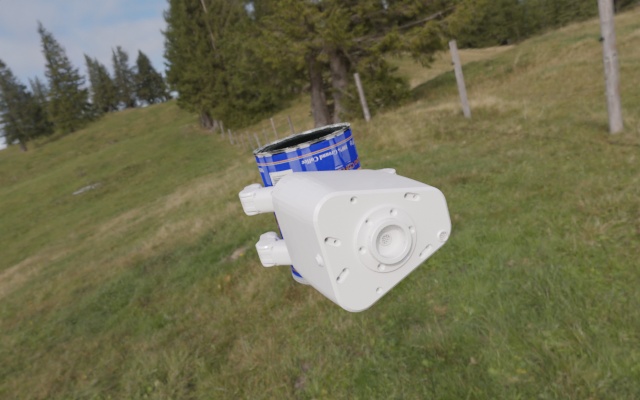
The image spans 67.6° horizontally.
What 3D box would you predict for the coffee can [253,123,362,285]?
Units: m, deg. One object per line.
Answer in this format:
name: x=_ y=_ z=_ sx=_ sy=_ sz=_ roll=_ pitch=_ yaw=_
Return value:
coffee can: x=0.000 y=0.002 z=0.497 sx=0.103 sy=0.140 sz=0.102 roll=-16 pitch=14 yaw=4
